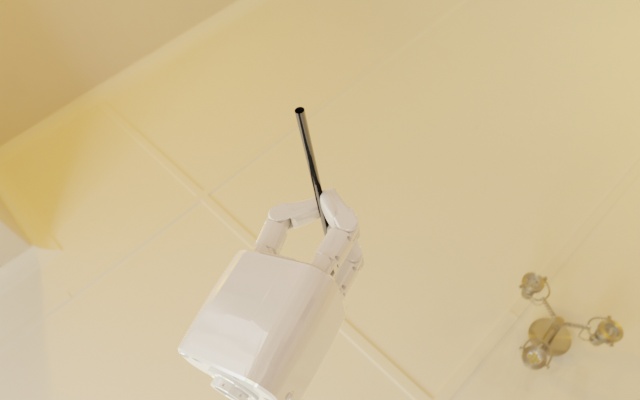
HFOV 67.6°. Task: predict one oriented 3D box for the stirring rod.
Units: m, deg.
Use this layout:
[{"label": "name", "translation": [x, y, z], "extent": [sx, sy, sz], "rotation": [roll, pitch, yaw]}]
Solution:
[{"label": "stirring rod", "translation": [0.000, 0.002, 0.471], "extent": [0.011, 0.011, 0.240], "rotation": [0, -37, 10]}]
